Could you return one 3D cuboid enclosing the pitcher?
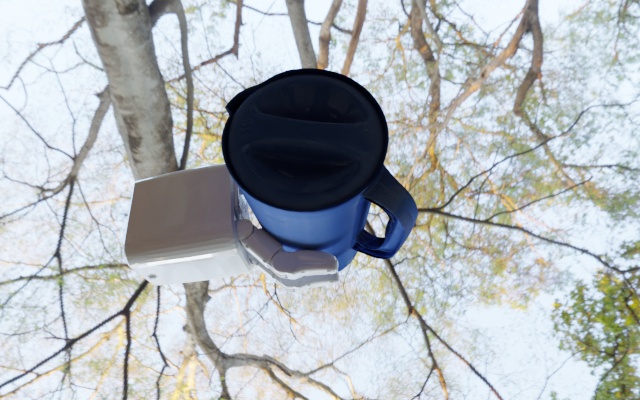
[{"bbox_3d":[0.000,0.002,0.477,0.145,0.149,0.243,-10,-25,-2],"label":"pitcher"}]
